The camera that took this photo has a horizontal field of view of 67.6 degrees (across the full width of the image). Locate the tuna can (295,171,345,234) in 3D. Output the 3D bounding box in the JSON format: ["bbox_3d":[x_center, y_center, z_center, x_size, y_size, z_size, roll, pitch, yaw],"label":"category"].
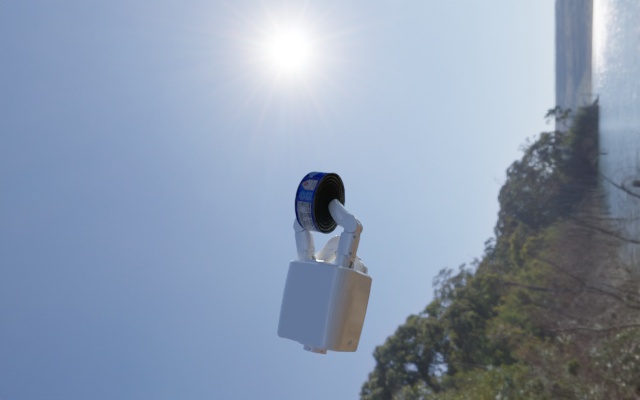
[{"bbox_3d":[0.000,0.002,0.668,0.034,0.086,0.086,8,4,31],"label":"tuna can"}]
